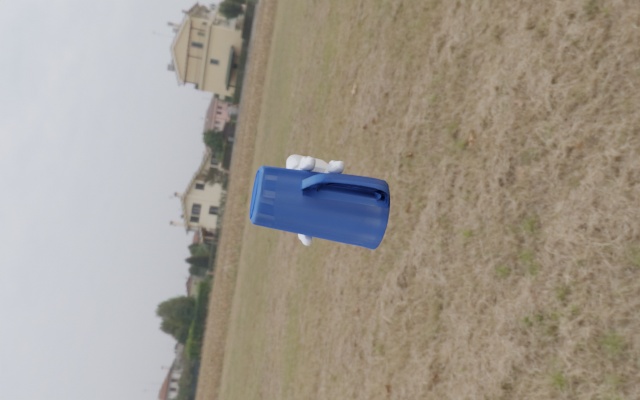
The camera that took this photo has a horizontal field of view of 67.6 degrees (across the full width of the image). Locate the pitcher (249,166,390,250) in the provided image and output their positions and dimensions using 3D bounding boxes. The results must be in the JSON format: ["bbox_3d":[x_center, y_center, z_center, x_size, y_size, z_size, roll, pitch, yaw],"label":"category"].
[{"bbox_3d":[0.000,0.003,0.871,0.243,0.149,0.145,9,16,-12],"label":"pitcher"}]
